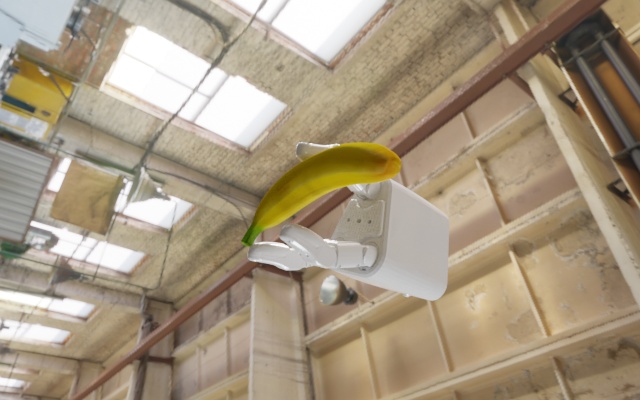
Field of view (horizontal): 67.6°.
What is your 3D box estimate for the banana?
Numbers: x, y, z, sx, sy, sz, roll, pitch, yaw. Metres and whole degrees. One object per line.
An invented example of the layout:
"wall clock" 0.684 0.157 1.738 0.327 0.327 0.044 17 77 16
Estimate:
"banana" -0.001 -0.013 0.436 0.037 0.069 0.198 28 -39 -31
